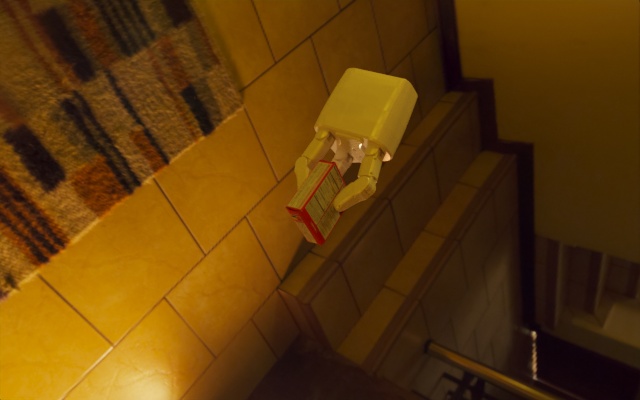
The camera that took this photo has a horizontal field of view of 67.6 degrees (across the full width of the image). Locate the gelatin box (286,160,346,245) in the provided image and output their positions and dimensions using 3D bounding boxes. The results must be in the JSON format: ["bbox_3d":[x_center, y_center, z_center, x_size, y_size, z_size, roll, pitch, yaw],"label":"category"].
[{"bbox_3d":[0.000,0.002,0.634,0.030,0.089,0.073,12,-34,36],"label":"gelatin box"}]
